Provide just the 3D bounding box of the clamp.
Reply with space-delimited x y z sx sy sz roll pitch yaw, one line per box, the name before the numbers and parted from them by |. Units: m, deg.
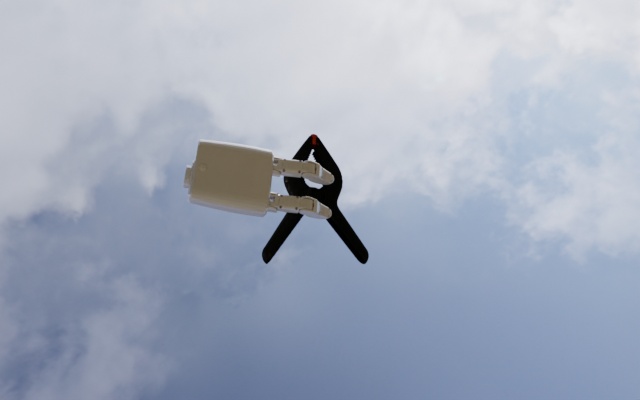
clamp | 0.000 0.002 0.733 0.164 0.210 0.036 10 -19 -18
